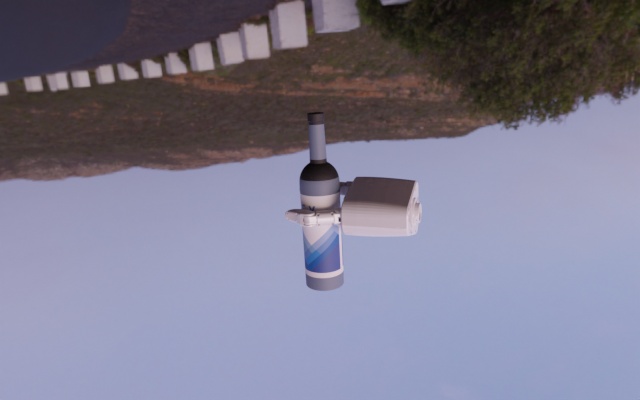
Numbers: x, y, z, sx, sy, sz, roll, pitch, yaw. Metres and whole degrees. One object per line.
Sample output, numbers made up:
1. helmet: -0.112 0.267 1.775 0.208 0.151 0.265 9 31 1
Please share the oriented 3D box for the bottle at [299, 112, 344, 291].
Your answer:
1. bottle: 0.000 0.003 0.798 0.069 0.296 0.069 -3 15 1
